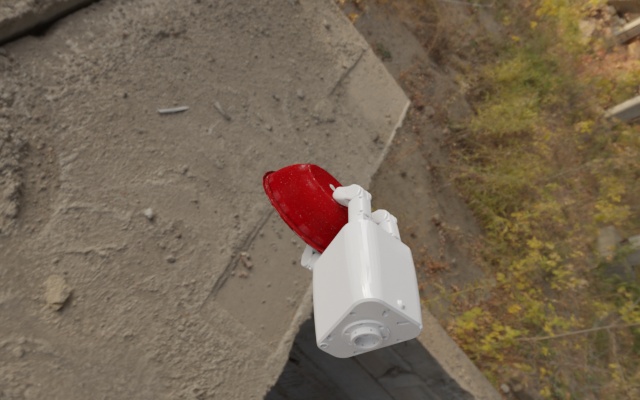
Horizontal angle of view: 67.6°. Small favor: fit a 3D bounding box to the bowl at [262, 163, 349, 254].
[{"bbox_3d":[0.000,0.001,0.647,0.055,0.162,0.162,-45,-16,17],"label":"bowl"}]
